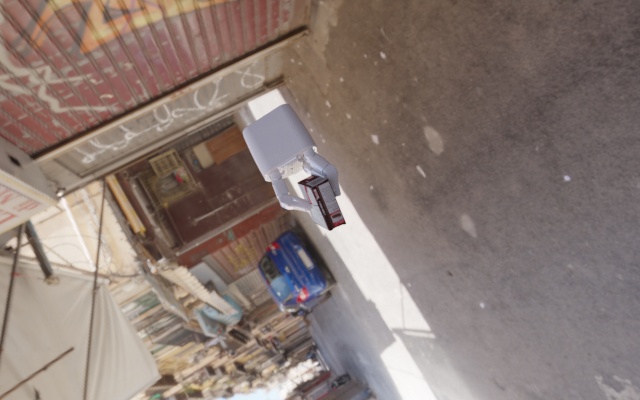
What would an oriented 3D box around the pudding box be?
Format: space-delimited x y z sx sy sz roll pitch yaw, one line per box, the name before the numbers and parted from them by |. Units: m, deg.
pudding box | 0.000 0.003 0.882 0.039 0.090 0.113 -26 12 -10
